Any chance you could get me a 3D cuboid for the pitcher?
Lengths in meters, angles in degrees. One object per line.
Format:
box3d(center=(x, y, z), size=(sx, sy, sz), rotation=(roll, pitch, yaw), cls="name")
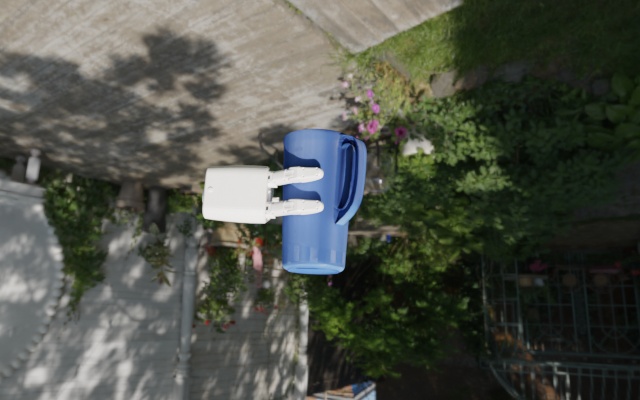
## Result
box3d(center=(0.000, 0.003, 0.838), size=(0.145, 0.242, 0.149), rotation=(3, -14, -1), cls="pitcher")
